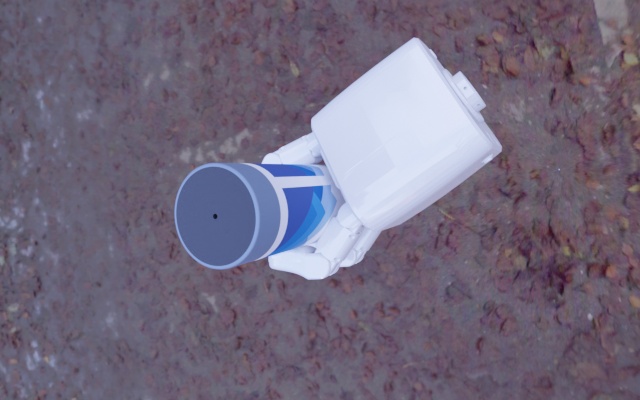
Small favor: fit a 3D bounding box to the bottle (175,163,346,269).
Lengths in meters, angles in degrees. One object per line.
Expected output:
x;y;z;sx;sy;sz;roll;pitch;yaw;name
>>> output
0.000;0.001;0.426;0.069;0.069;0.295;0;3;27;bottle
